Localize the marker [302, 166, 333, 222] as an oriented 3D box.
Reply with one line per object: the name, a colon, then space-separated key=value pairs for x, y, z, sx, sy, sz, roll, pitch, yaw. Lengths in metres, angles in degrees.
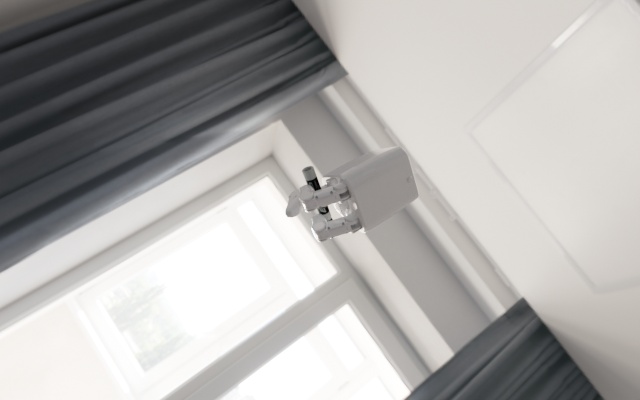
marker: x=0.000 y=0.002 z=0.740 sx=0.020 sy=0.121 sz=0.020 roll=-16 pitch=28 yaw=9
